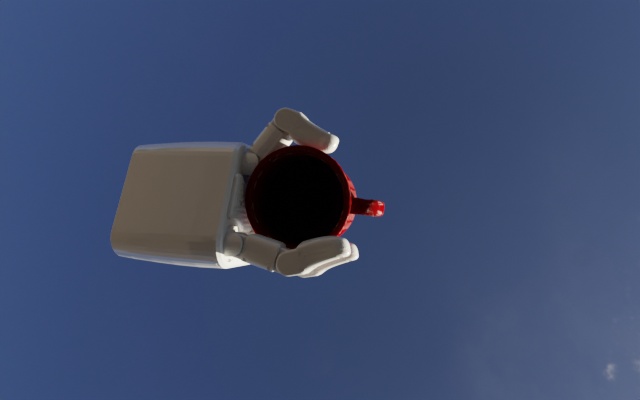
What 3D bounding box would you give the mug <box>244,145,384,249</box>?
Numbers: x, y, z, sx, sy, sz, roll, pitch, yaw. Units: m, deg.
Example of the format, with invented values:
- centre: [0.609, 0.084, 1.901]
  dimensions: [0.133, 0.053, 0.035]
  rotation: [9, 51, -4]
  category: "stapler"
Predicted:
- centre: [0.002, 0.001, 0.438]
  dimensions: [0.117, 0.093, 0.081]
  rotation: [3, -1, 13]
  category: "mug"
